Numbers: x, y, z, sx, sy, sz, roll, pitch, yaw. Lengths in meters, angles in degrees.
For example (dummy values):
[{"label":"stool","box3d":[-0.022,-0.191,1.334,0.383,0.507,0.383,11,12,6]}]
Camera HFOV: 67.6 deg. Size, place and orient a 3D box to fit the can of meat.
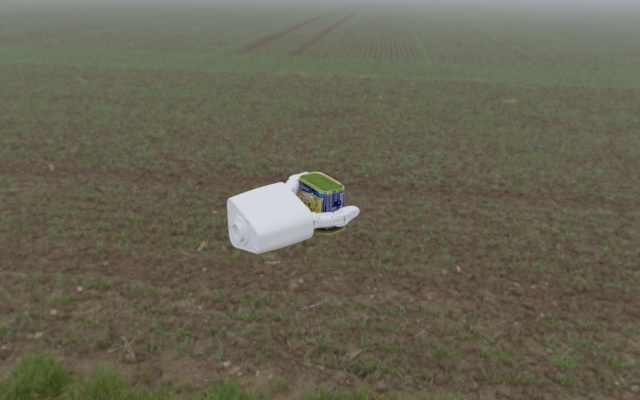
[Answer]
[{"label":"can of meat","box3d":[0.000,0.003,0.870,0.057,0.084,0.102,-15,29,-31]}]
